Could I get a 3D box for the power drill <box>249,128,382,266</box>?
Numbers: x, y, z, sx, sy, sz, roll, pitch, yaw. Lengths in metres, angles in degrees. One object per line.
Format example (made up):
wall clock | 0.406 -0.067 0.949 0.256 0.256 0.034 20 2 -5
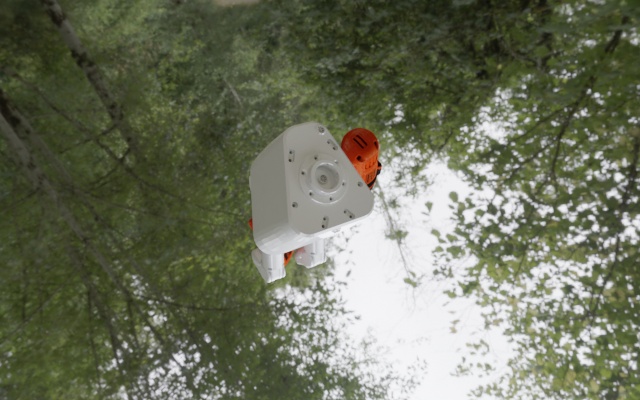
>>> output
power drill | 0.000 0.002 0.629 0.187 0.057 0.184 -42 -17 -11
